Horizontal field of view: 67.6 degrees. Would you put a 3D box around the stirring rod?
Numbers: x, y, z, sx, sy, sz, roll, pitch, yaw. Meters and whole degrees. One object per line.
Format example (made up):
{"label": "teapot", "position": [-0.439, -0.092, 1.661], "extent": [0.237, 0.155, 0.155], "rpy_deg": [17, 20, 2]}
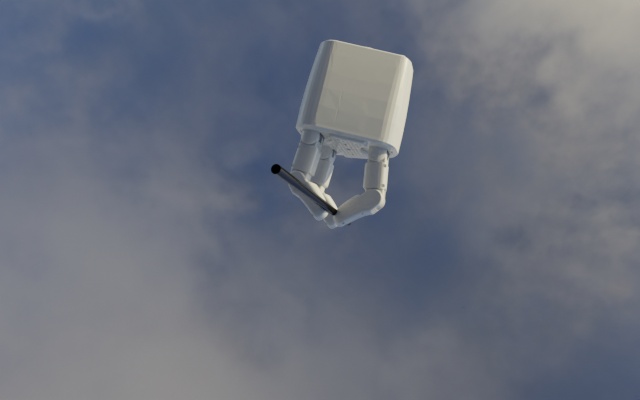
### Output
{"label": "stirring rod", "position": [0.000, 0.001, 0.473], "extent": [0.011, 0.011, 0.239], "rpy_deg": [0, -12, 17]}
